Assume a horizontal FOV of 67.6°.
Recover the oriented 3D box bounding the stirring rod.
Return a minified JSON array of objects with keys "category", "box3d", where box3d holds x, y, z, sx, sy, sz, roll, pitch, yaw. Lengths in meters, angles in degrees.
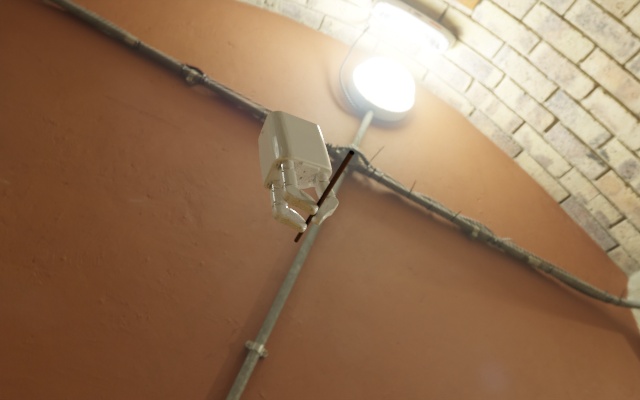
[{"category":"stirring rod","box3d":[0.000,0.002,0.731,0.011,0.011,0.240,0,-34,-25]}]
